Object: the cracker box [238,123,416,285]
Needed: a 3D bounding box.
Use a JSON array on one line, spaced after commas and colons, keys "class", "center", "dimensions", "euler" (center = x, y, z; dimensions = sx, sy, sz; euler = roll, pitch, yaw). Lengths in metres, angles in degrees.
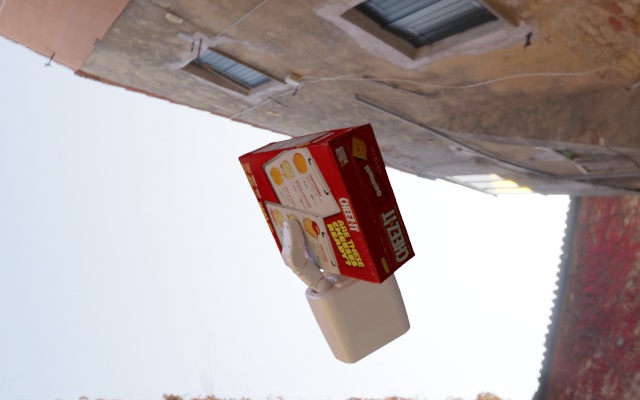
[{"class": "cracker box", "center": [0.000, 0.002, 0.588], "dimensions": [0.072, 0.164, 0.213], "euler": [-31, 17, -30]}]
